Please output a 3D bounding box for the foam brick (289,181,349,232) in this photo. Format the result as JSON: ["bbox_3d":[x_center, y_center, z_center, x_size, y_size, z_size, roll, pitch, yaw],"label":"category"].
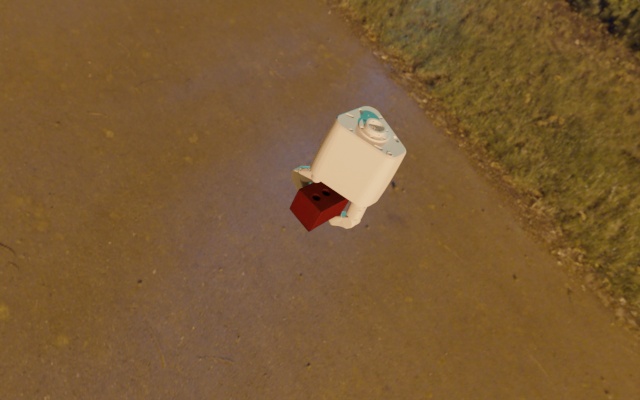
[{"bbox_3d":[0.000,0.003,0.759,0.078,0.053,0.051,-28,-22,-40],"label":"foam brick"}]
